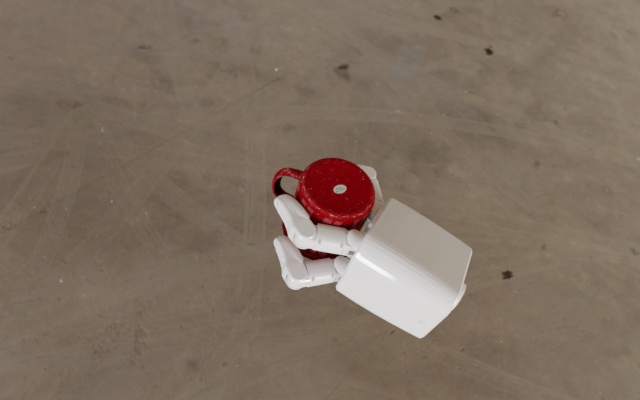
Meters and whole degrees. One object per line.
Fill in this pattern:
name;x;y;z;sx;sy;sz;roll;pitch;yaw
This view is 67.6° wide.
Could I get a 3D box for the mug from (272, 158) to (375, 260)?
mug;-0.001;0.001;0.521;0.117;0.093;0.081;31;-37;7
